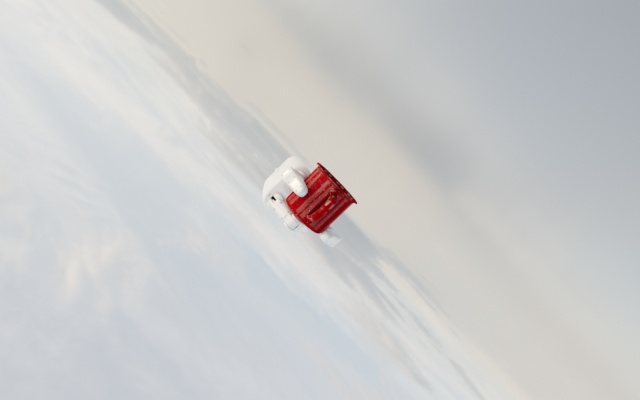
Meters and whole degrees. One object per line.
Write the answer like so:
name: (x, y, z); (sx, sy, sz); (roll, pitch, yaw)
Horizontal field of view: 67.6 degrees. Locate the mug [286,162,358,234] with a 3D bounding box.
mug: (0.000, 0.003, 0.757); (0.093, 0.081, 0.117); (44, 7, -16)
